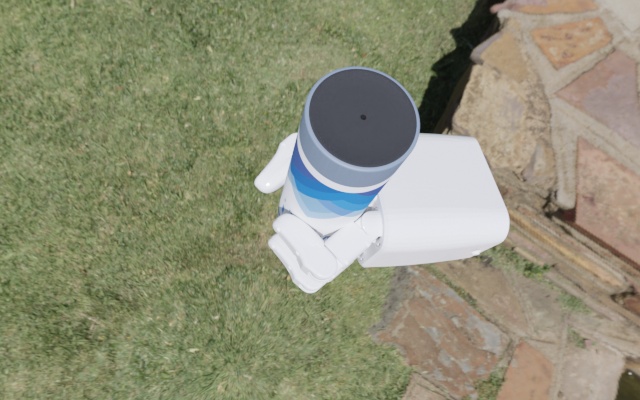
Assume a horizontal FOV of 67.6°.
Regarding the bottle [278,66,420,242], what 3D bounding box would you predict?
[{"bbox_3d":[0.000,0.001,0.402,0.069,0.069,0.296,0,-19,-10],"label":"bottle"}]
